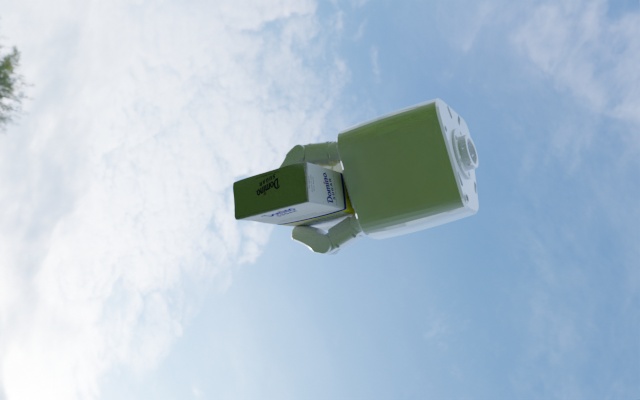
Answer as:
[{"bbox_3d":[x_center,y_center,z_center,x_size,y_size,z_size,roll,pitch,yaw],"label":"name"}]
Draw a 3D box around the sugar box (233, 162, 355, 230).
[{"bbox_3d":[0.000,0.001,0.516,0.093,0.048,0.176,-14,-17,32],"label":"sugar box"}]
